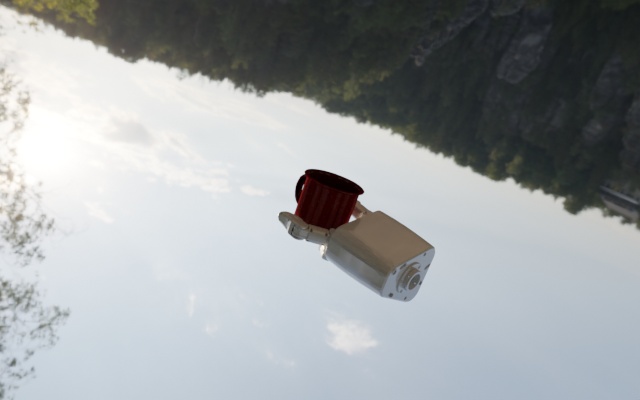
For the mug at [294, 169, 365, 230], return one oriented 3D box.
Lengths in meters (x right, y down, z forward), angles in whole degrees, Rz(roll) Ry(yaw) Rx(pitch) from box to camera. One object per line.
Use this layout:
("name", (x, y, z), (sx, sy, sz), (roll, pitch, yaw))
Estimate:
("mug", (-0.001, 0.002, 0.720), (0.093, 0.081, 0.117), (1, 25, -47))
